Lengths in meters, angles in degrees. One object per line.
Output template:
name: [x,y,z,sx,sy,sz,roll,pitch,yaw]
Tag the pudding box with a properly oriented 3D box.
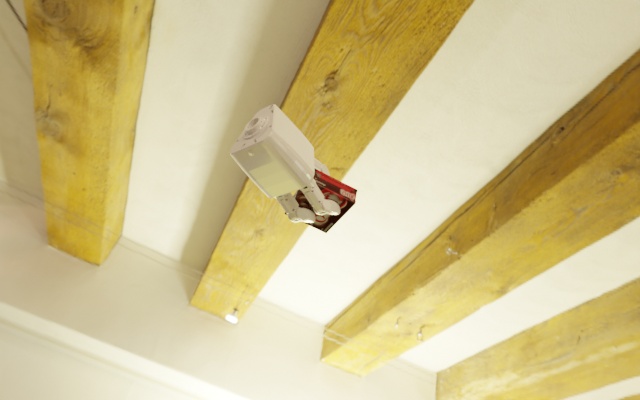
pudding box: [0.000,0.003,0.854,0.090,0.039,0.113,26,-40,-13]
